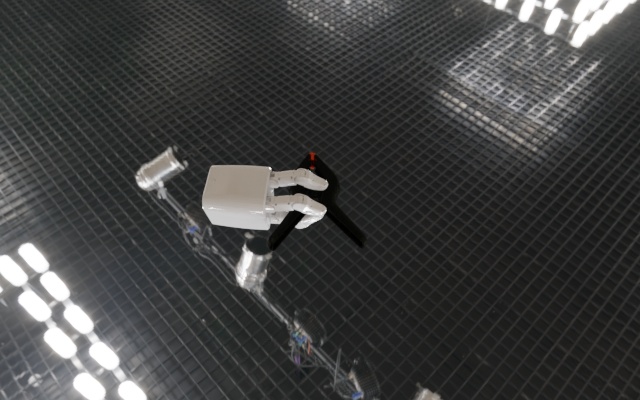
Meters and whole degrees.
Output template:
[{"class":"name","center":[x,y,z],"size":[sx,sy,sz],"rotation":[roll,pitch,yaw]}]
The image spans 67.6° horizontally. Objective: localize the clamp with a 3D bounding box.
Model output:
[{"class":"clamp","center":[0.000,0.003,0.847],"size":[0.164,0.209,0.036],"rotation":[5,-37,-1]}]
